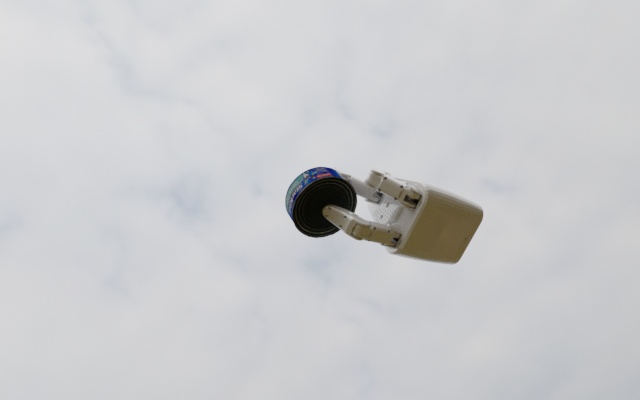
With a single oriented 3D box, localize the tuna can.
[{"bbox_3d":[0.000,0.002,0.594,0.086,0.086,0.033,0,29,-25],"label":"tuna can"}]
